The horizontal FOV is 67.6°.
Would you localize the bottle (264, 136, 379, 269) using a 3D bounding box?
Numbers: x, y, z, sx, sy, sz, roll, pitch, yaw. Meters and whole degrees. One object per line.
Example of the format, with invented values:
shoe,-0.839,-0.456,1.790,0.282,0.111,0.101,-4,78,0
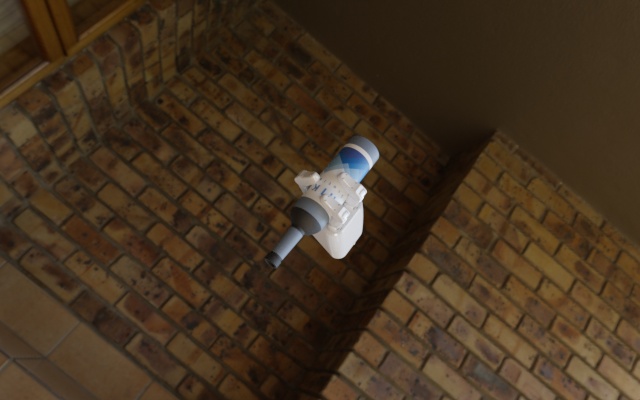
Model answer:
bottle,0.000,0.003,0.868,0.069,0.295,0.069,32,-25,17
